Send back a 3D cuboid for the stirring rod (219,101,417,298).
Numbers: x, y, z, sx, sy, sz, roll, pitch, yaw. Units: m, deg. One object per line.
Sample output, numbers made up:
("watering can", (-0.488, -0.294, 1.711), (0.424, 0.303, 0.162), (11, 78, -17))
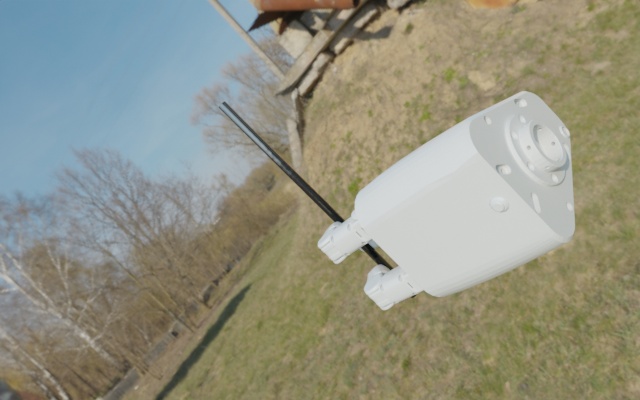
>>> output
("stirring rod", (0.000, 0.001, 0.423), (0.239, 0.011, 0.011), (45, 5, -5))
